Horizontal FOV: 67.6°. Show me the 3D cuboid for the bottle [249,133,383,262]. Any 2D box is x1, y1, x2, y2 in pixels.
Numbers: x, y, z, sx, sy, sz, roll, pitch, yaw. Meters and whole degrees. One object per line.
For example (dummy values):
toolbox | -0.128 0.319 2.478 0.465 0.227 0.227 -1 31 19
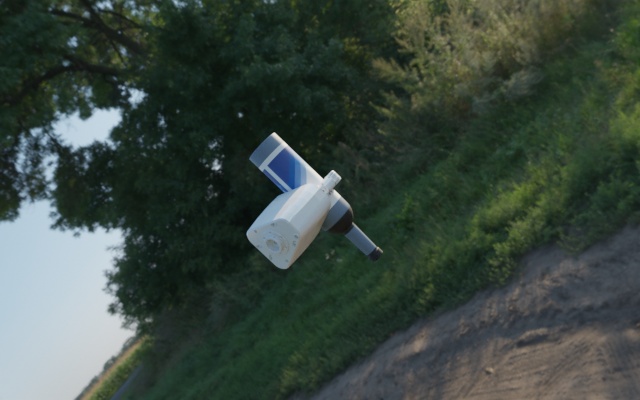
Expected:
bottle | 0.000 0.003 0.872 0.296 0.069 0.069 44 -4 -4
